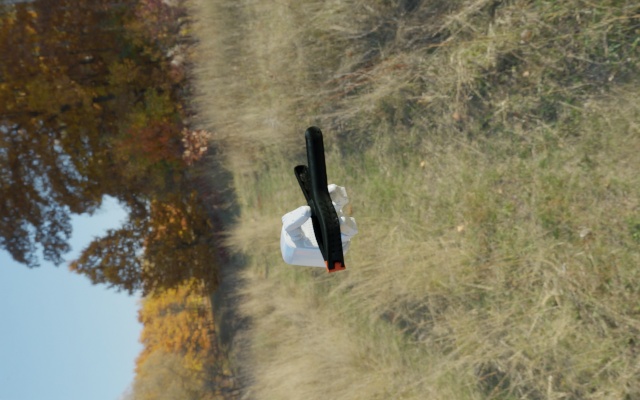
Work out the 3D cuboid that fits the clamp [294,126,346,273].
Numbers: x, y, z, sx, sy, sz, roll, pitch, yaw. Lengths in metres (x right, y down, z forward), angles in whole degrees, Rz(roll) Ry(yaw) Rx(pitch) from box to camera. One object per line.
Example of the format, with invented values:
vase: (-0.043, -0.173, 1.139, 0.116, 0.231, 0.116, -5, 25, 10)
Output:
clamp: (-0.001, 0.003, 0.725, 0.036, 0.210, 0.165, -11, -22, -12)
